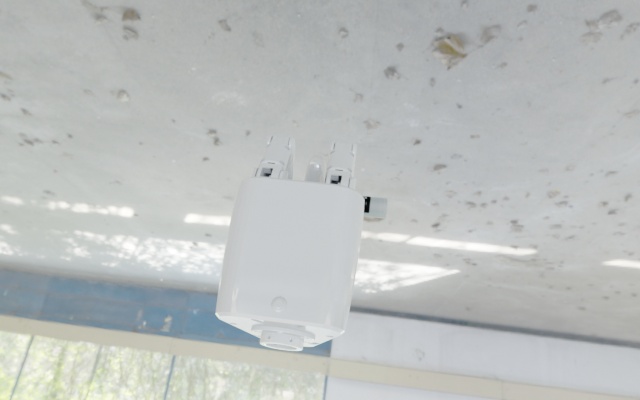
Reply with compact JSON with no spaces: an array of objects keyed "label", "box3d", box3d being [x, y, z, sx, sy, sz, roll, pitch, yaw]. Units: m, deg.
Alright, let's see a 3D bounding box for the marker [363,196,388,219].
[{"label":"marker","box3d":[0.000,0.001,0.437,0.121,0.020,0.020,6,0,5]}]
